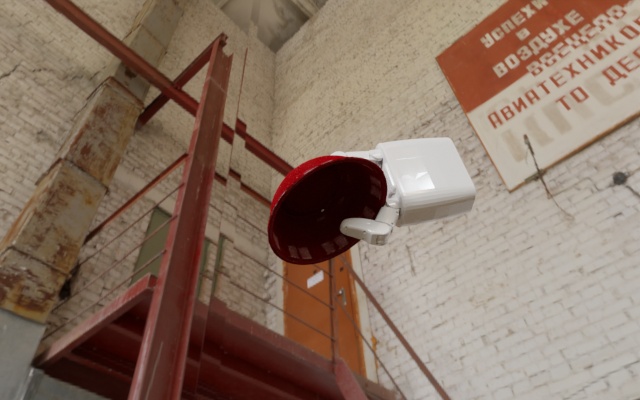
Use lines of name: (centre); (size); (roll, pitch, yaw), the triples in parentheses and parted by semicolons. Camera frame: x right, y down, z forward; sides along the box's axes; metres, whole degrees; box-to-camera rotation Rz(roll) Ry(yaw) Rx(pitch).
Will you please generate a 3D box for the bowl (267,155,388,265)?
bowl: (-0.001, 0.002, 0.583); (0.162, 0.162, 0.055); (0, 37, -36)
